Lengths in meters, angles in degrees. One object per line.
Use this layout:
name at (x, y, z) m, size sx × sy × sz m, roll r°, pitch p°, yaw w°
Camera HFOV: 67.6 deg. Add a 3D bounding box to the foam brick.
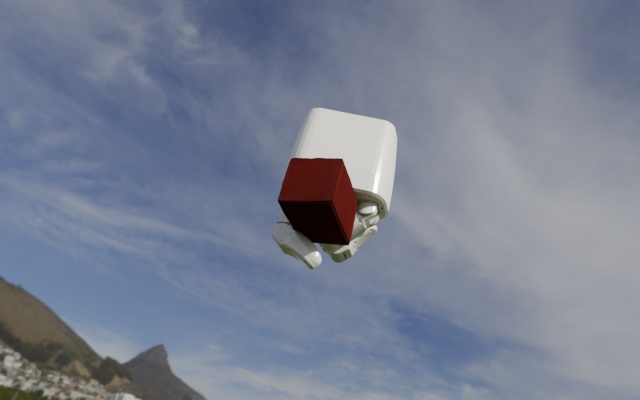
foam brick at (0.000, 0.001, 0.457) m, size 0.053 × 0.051 × 0.078 m, roll 3°, pitch -32°, yaw 19°
